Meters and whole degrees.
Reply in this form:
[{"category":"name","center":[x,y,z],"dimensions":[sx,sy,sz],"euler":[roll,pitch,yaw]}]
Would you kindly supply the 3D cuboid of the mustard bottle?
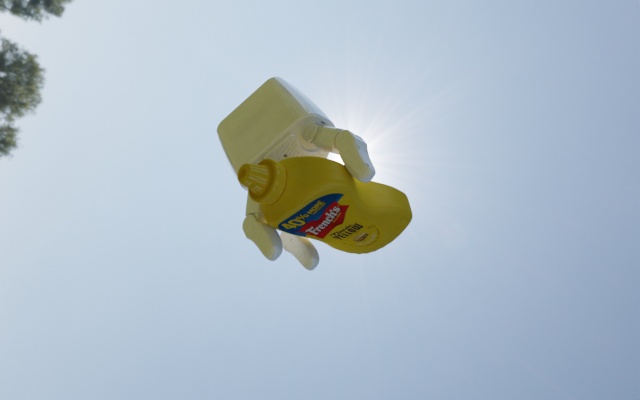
[{"category":"mustard bottle","center":[0.000,0.002,0.474],"dimensions":[0.096,0.058,0.192],"euler":[-33,-38,34]}]
